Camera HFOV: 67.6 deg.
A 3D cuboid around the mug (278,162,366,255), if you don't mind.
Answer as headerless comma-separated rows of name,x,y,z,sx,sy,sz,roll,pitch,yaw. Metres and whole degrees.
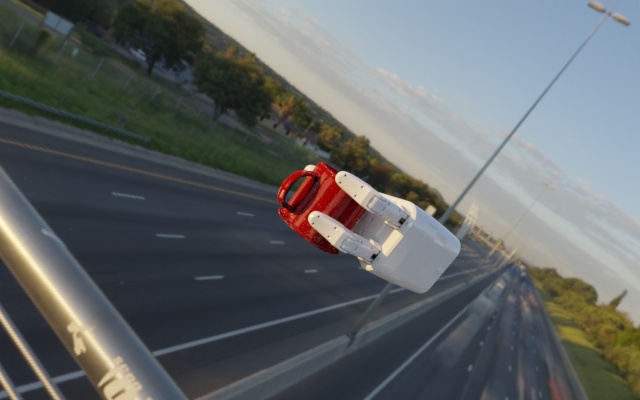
mug,-0.001,0.001,0.584,0.117,0.081,0.093,31,10,-35
